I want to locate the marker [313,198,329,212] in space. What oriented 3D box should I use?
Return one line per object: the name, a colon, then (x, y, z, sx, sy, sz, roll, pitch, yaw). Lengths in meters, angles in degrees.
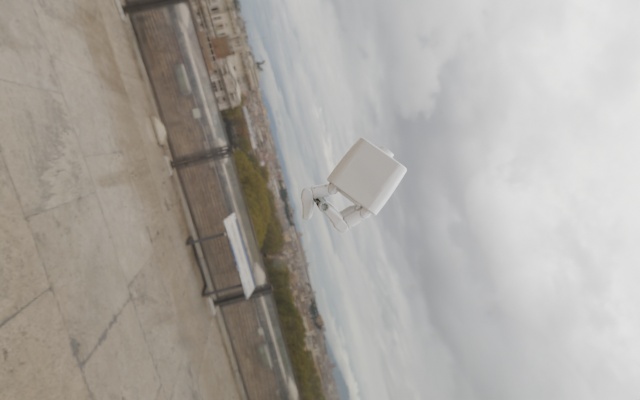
marker: (0.000, 0.003, 0.900, 0.020, 0.020, 0.121, 0, 8, -6)
